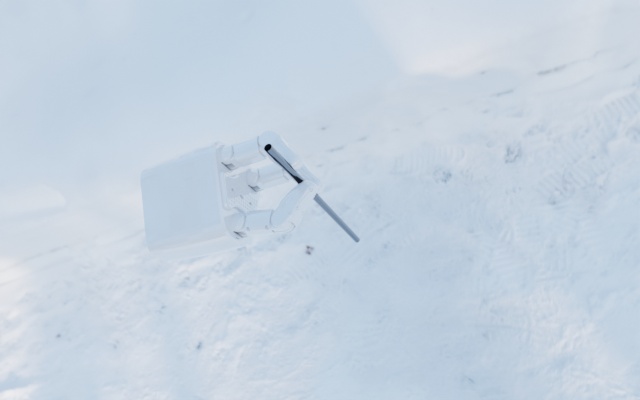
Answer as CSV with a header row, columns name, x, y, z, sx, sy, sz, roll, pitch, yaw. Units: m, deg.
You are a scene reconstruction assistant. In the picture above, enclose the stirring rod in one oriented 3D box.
name,x,y,z,sx,sy,sz,roll,pitch,yaw
stirring rod,0.000,0.002,0.536,0.011,0.011,0.240,0,-25,26
